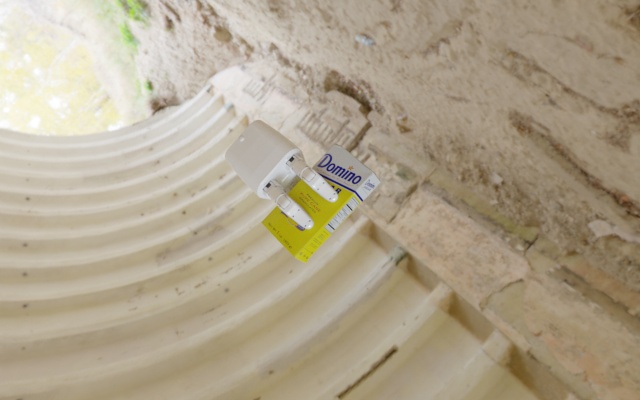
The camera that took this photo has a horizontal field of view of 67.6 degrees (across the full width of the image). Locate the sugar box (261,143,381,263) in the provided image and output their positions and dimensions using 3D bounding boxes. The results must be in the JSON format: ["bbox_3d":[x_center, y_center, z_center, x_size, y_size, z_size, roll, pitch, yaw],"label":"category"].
[{"bbox_3d":[0.000,0.002,0.748,0.093,0.176,0.048,42,1,32],"label":"sugar box"}]
